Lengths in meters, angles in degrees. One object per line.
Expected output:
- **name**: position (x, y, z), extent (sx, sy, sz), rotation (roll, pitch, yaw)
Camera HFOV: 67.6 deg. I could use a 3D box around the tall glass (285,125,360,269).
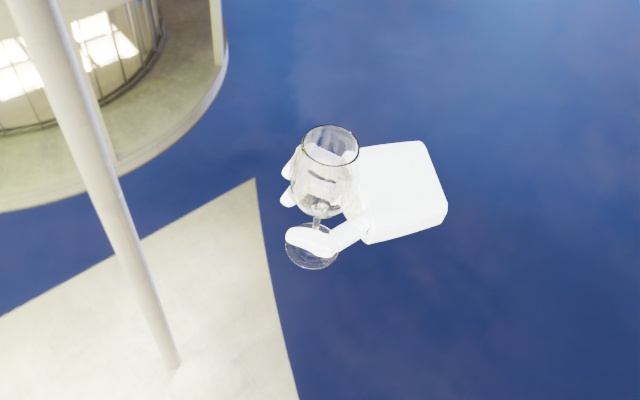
- **tall glass**: position (0.000, 0.002, 0.578), extent (0.079, 0.079, 0.201), rotation (0, -37, -8)
